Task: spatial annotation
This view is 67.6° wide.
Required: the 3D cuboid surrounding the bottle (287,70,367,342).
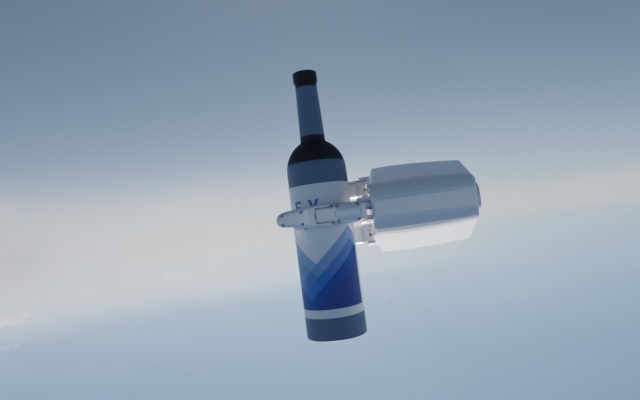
[{"bbox_3d":[0.000,0.002,0.534,0.069,0.295,0.069,-7,-3,0],"label":"bottle"}]
